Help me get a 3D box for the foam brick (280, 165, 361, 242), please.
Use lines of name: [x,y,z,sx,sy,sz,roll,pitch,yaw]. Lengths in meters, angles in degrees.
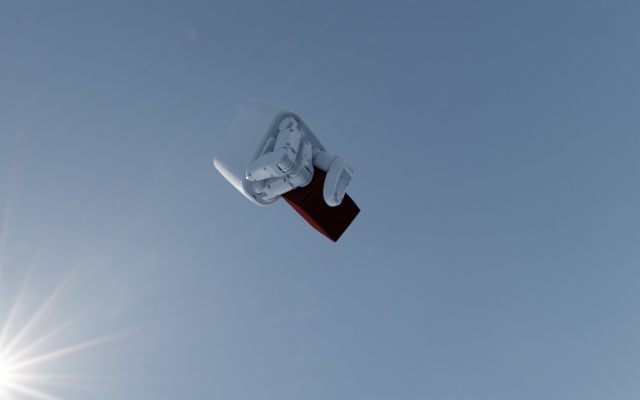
foam brick: [0.000,0.002,0.575,0.051,0.053,0.078,30,-14,51]
